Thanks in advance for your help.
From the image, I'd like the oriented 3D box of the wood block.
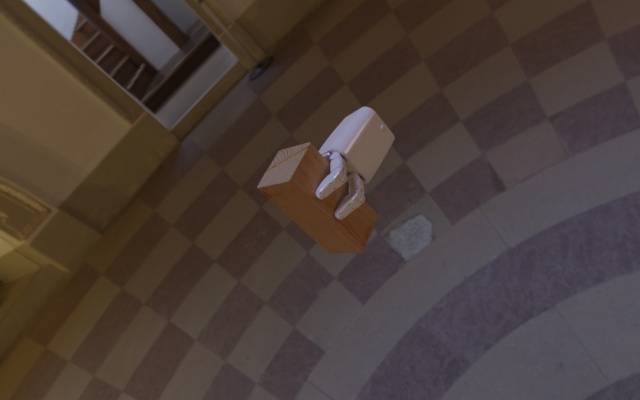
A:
[{"bbox_3d":[0.000,0.002,0.861,0.091,0.090,0.206,-7,-43,47],"label":"wood block"}]
